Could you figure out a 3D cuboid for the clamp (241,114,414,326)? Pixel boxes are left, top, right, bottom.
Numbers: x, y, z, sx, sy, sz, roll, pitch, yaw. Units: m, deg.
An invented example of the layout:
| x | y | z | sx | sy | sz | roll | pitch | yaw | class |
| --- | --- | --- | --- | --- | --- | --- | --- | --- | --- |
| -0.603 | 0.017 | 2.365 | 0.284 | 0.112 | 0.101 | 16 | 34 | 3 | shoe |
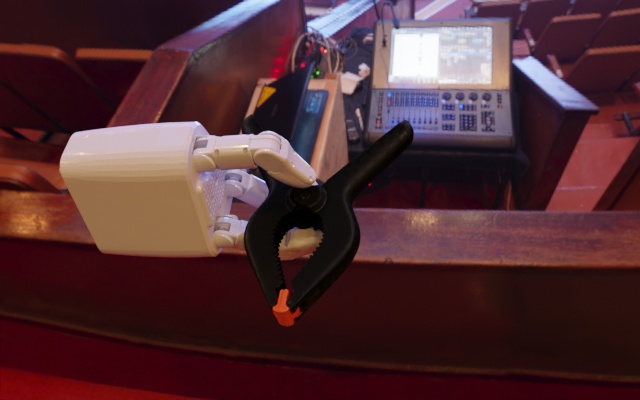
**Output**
| x | y | z | sx | sy | sz | roll | pitch | yaw | class |
| --- | --- | --- | --- | --- | --- | --- | --- | --- | --- |
| 0.000 | 0.001 | 0.403 | 0.164 | 0.209 | 0.036 | -2 | -37 | 8 | clamp |
